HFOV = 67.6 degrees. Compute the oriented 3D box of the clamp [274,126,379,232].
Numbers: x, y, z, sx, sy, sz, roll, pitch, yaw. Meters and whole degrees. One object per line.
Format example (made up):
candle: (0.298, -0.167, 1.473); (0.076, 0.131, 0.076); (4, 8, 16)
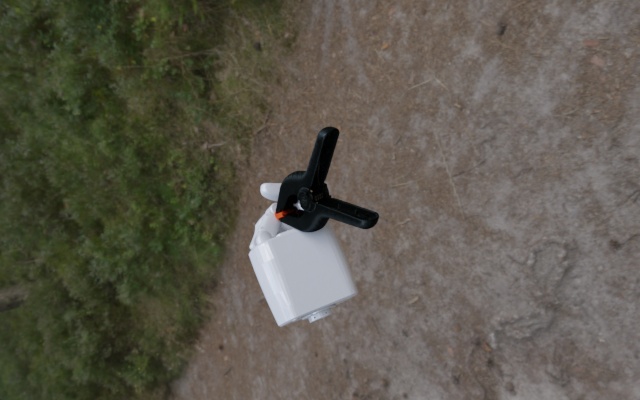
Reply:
clamp: (-0.001, 0.002, 0.575); (0.039, 0.120, 0.171); (-17, -15, -33)
